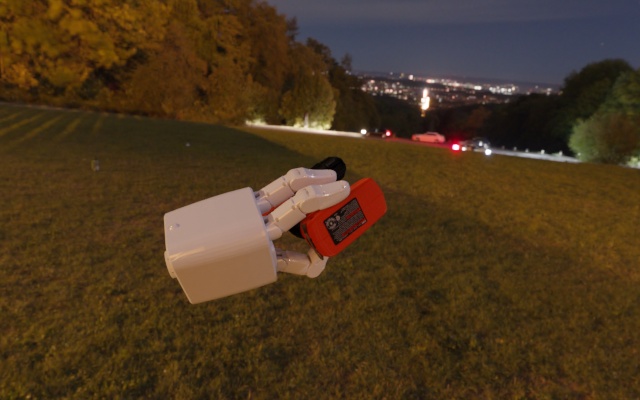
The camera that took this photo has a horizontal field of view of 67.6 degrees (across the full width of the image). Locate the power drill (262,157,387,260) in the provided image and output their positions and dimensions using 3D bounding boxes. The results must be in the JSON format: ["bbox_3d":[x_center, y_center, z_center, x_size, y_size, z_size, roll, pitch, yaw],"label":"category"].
[{"bbox_3d":[0.000,0.002,0.626,0.184,0.057,0.187,-39,22,-21],"label":"power drill"}]
